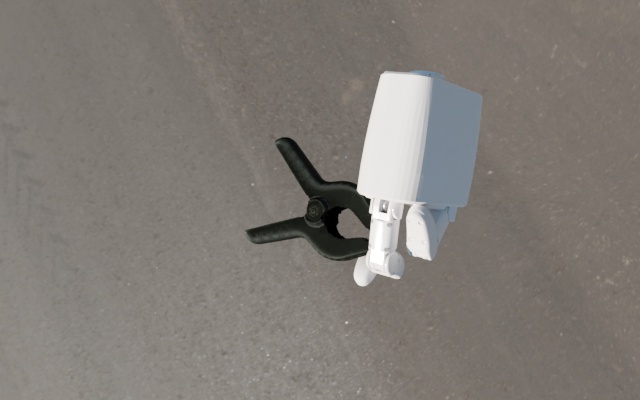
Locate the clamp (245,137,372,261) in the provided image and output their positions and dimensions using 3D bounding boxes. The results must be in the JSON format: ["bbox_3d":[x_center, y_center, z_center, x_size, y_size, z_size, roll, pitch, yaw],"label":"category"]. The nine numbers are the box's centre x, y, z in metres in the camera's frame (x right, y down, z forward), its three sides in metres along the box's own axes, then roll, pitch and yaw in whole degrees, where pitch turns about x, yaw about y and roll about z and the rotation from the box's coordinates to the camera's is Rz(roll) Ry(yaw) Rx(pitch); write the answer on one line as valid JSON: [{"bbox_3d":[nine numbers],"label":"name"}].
[{"bbox_3d":[0.000,0.002,0.485,0.171,0.120,0.039,12,7,29],"label":"clamp"}]
